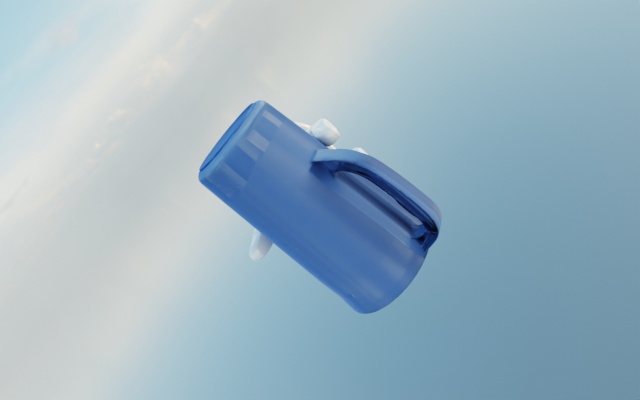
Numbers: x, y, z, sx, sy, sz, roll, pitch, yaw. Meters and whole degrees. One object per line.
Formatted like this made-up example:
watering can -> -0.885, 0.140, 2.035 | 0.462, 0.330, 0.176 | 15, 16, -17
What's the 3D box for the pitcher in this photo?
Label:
pitcher -> 0.000, 0.002, 0.517 | 0.243, 0.149, 0.145 | 39, 4, -18
